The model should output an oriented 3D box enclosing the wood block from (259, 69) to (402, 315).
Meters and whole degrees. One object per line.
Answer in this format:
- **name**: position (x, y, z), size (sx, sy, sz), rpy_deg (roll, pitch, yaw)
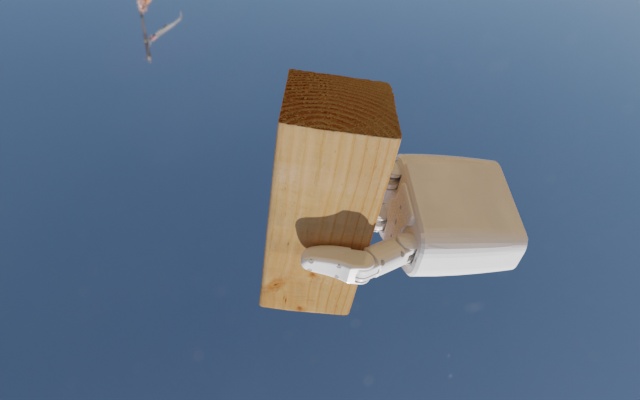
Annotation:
- **wood block**: position (0.000, 0.002, 0.430), size (0.090, 0.206, 0.090), rpy_deg (7, 39, -4)
